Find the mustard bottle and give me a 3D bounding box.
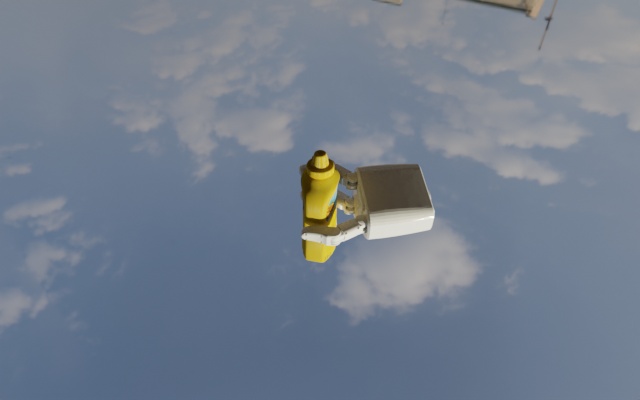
[{"bbox_3d":[0.000,0.003,0.749,0.058,0.192,0.096,10,44,9],"label":"mustard bottle"}]
